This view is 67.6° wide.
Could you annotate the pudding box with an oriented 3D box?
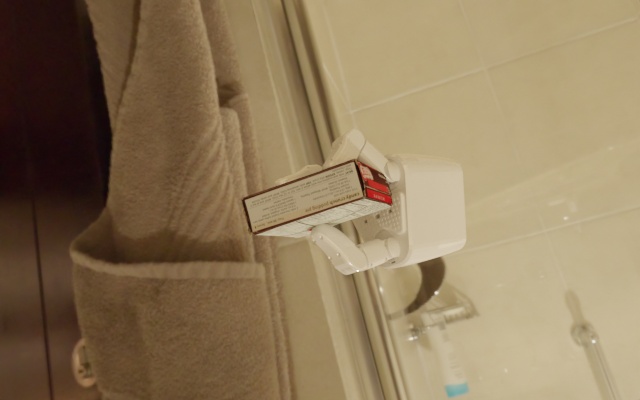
[{"bbox_3d":[0.000,0.002,0.434,0.113,0.039,0.090,-20,-13,19],"label":"pudding box"}]
